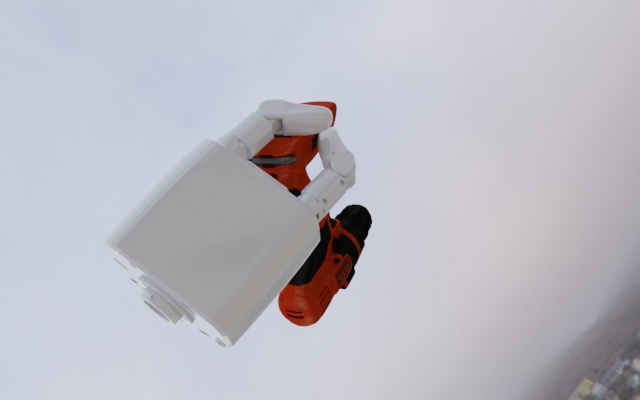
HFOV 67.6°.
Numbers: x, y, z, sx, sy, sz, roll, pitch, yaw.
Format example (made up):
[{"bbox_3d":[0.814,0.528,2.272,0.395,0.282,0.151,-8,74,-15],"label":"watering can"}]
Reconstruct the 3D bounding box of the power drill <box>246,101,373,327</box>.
[{"bbox_3d":[0.000,0.001,0.478,0.057,0.188,0.184,0,30,26],"label":"power drill"}]
